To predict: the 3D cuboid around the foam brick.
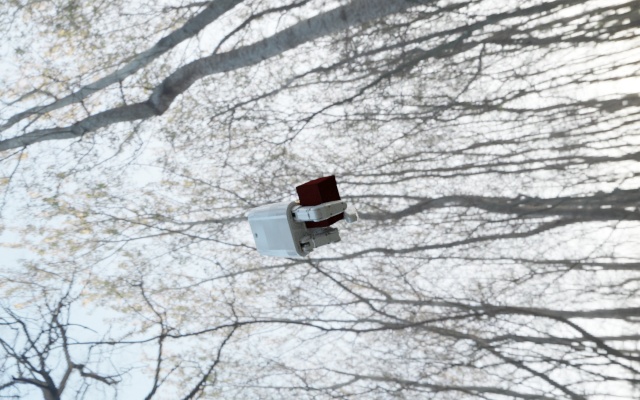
[{"bbox_3d":[0.000,0.002,0.813,0.051,0.078,0.053,-6,13,40],"label":"foam brick"}]
